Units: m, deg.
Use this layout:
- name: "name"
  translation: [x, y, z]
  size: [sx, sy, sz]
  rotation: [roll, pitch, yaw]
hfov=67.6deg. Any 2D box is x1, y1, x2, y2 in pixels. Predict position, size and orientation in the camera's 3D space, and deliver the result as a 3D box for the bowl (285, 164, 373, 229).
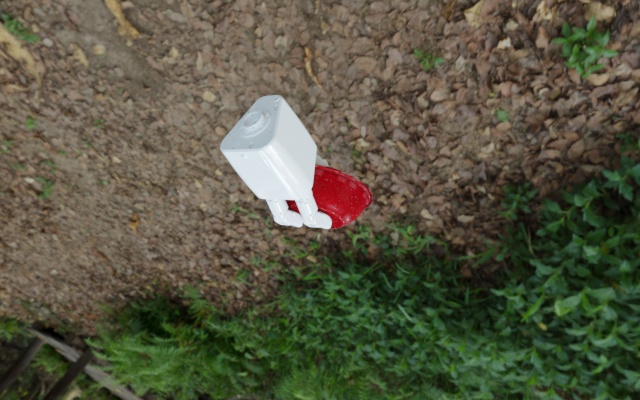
- name: "bowl"
  translation: [0.001, 0.004, 0.772]
  size: [0.162, 0.055, 0.162]
  rotation: [14, -21, 6]
